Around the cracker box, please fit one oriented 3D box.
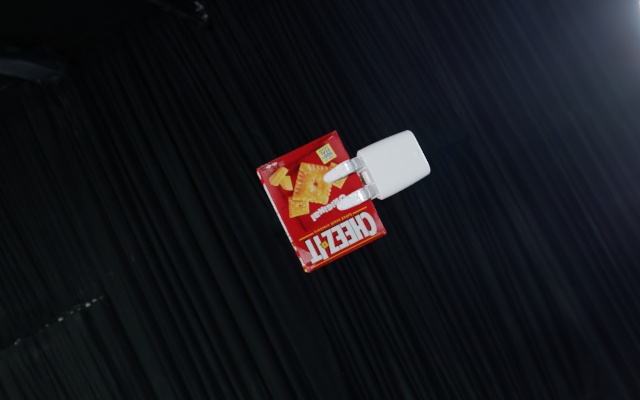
[{"bbox_3d":[0.000,0.003,0.886,0.164,0.213,0.072,-26,-3,-7],"label":"cracker box"}]
